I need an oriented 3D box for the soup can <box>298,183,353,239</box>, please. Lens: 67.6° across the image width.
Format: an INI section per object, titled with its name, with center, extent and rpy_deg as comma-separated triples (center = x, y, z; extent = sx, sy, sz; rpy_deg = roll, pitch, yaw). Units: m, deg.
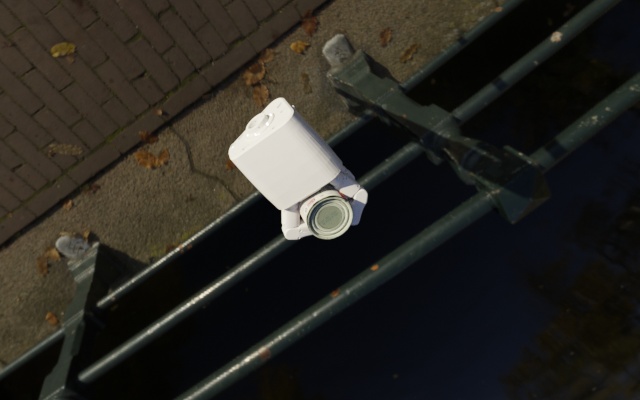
[soup can]
center = 0.000, 0.003, 0.686
extent = 0.068, 0.068, 0.102
rpy_deg = 0, 26, -18
